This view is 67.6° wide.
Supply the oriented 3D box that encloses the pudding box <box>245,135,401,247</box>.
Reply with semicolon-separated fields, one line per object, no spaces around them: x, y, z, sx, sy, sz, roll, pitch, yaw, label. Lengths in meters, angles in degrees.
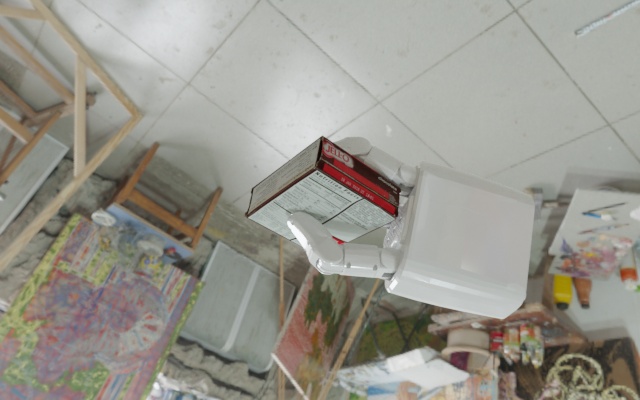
0.000;0.002;0.422;0.090;0.039;0.113;32;-41;-25;pudding box
